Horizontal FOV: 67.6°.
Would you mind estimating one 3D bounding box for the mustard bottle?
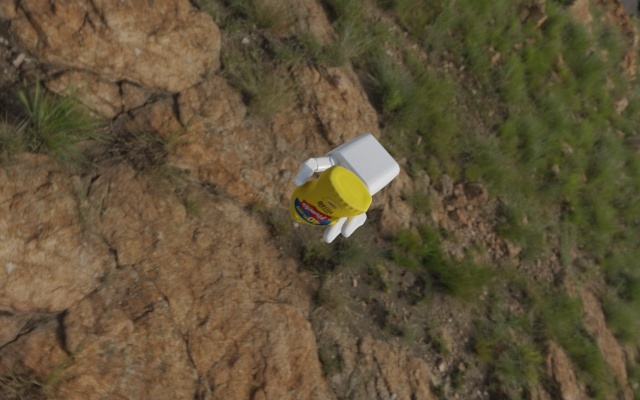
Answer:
[{"bbox_3d":[0.000,0.003,0.874,0.096,0.058,0.192,41,-33,-18],"label":"mustard bottle"}]
